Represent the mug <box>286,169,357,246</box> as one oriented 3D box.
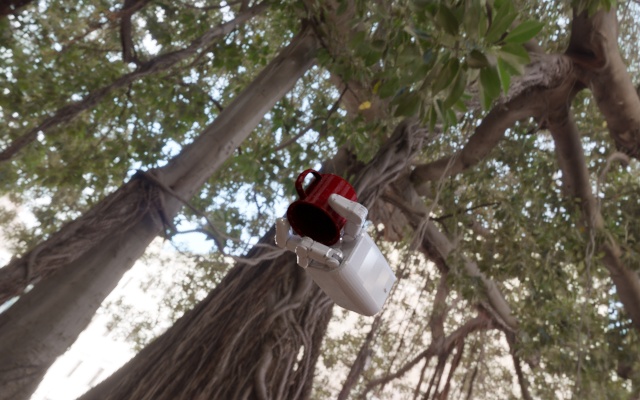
[{"bbox_3d":[-0.001,0.001,0.749,0.093,0.117,0.081,-11,33,43],"label":"mug"}]
